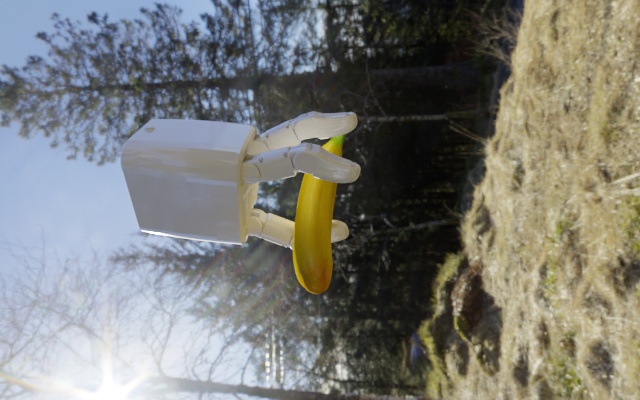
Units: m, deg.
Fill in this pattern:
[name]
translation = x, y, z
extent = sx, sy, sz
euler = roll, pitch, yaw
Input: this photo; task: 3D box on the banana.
[banana]
translation = -0.003, 0.011, 0.445
extent = 0.037, 0.197, 0.070
euler = 12, -40, -5
